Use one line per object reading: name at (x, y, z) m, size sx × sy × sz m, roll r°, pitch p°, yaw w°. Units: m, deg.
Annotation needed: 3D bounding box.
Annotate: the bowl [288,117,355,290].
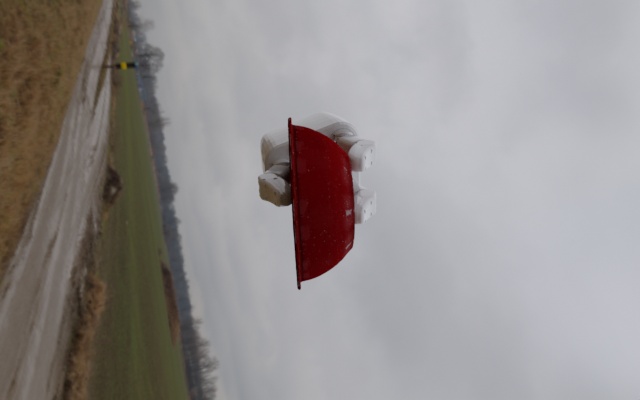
bowl at (0.001, 0.002, 0.452) m, size 0.055 × 0.162 × 0.162 m, roll -3°, pitch 0°, yaw -2°
